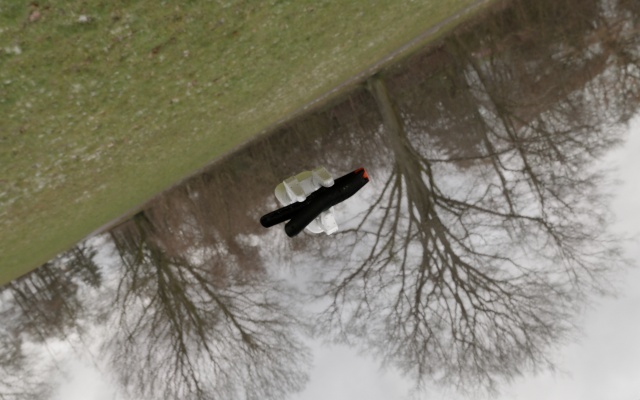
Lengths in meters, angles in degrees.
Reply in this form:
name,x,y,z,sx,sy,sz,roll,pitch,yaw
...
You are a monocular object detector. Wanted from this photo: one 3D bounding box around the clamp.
name,x,y,z,sx,sy,sz,roll,pitch,yaw
clamp,0.001,0.003,0.837,0.210,0.036,0.164,-28,14,-11
